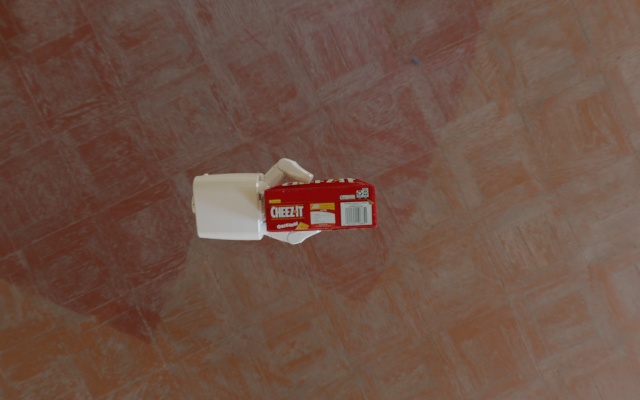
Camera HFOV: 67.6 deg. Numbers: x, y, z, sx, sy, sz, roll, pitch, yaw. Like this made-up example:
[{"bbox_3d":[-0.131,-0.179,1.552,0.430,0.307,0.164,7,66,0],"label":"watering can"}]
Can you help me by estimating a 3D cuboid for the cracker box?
[{"bbox_3d":[0.000,0.003,0.793,0.164,0.072,0.213,-3,5,0],"label":"cracker box"}]
